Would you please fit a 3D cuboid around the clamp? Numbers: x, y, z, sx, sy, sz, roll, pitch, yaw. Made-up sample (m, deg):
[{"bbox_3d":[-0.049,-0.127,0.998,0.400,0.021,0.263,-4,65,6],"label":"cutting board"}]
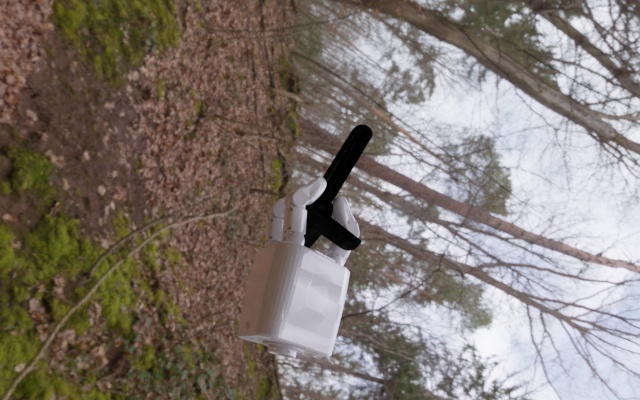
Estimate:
[{"bbox_3d":[0.000,0.003,0.621,0.036,0.164,0.210,23,-25,-23],"label":"clamp"}]
